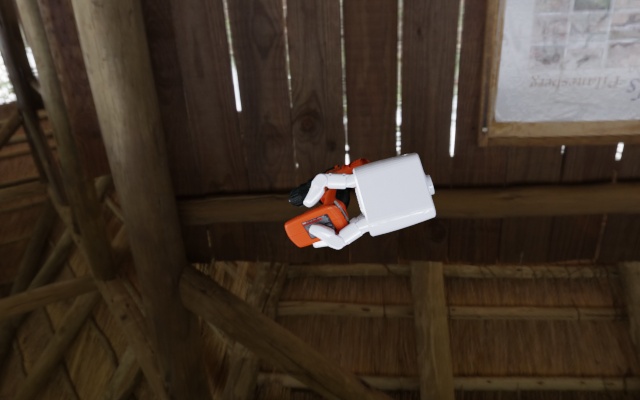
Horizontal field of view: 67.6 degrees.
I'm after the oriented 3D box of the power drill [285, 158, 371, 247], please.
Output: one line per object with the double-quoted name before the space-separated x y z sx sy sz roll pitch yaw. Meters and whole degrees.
"power drill" 0.000 0.003 0.857 0.184 0.057 0.187 -23 23 27
